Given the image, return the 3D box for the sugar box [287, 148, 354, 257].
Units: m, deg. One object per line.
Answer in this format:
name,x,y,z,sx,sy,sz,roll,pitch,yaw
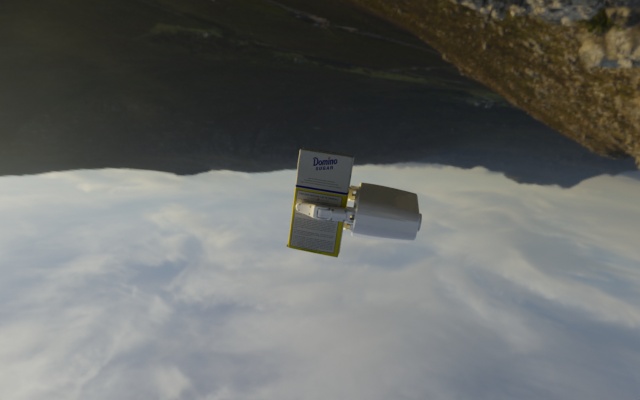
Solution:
sugar box,0.000,0.003,0.828,0.093,0.176,0.048,10,9,7
